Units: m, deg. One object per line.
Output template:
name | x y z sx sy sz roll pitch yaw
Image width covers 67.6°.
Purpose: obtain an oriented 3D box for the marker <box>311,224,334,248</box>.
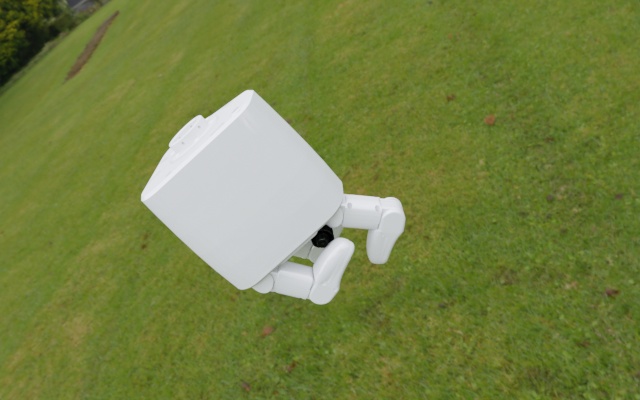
marker | 0.000 0.001 0.420 0.020 0.020 0.121 0 32 -1
